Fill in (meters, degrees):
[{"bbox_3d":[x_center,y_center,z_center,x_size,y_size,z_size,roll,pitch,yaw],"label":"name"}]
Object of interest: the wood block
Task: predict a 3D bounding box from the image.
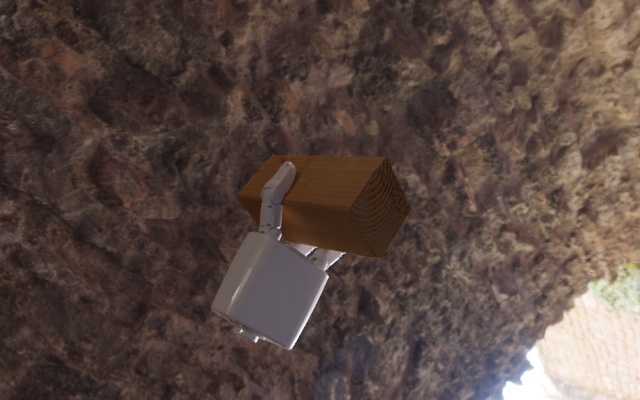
[{"bbox_3d":[0.000,0.002,0.630,0.206,0.091,0.090,6,49,43],"label":"wood block"}]
